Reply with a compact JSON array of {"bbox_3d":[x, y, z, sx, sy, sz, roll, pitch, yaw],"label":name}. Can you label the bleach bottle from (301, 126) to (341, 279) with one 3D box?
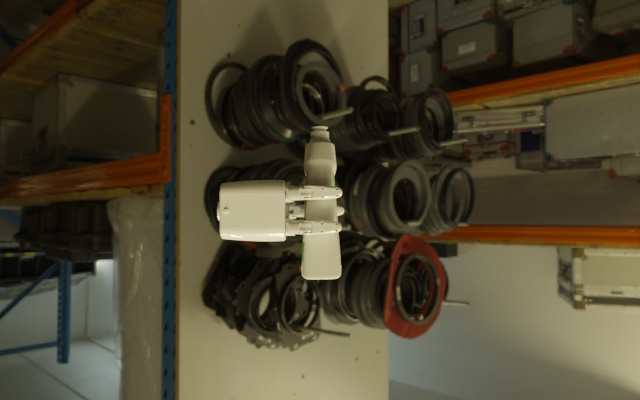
[{"bbox_3d":[0.000,0.003,0.809,0.068,0.251,0.102,-1,-2,-1],"label":"bleach bottle"}]
